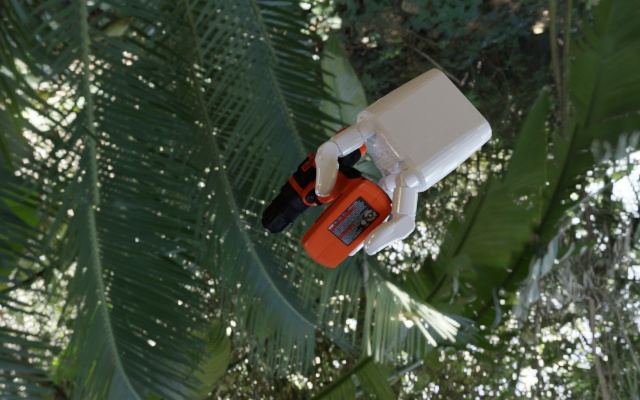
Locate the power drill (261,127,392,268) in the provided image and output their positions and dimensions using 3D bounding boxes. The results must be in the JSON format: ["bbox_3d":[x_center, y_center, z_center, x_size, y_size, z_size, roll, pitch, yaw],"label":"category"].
[{"bbox_3d":[0.000,0.002,0.592,0.057,0.184,0.187,38,11,-26],"label":"power drill"}]
